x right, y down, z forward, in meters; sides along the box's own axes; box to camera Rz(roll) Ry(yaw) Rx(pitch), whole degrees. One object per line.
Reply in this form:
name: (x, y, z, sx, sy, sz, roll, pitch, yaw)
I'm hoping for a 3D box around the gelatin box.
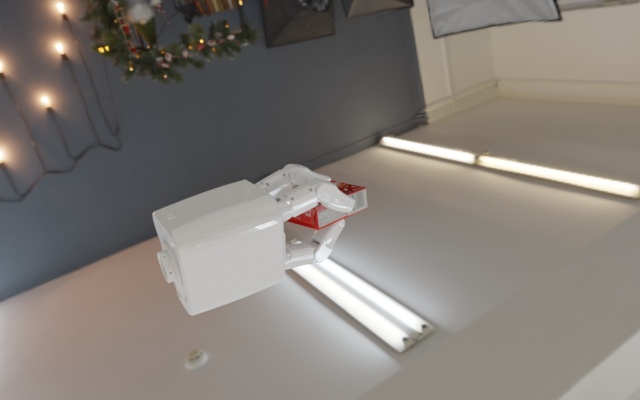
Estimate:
gelatin box: (0.000, 0.002, 0.569, 0.089, 0.030, 0.073, -21, 24, -40)
